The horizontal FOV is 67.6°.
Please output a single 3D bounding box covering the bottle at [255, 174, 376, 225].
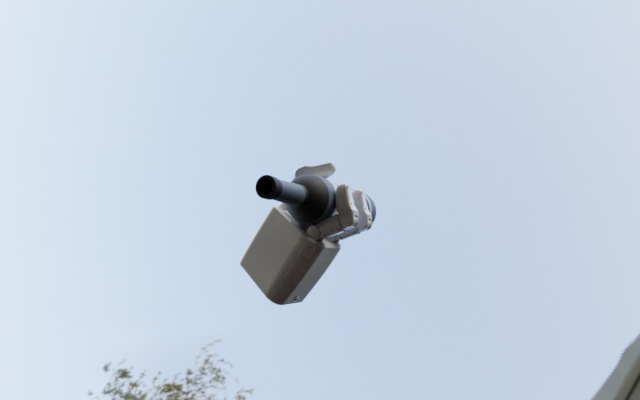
[{"bbox_3d":[0.000,0.002,0.668,0.069,0.069,0.296,0,-7,25],"label":"bottle"}]
